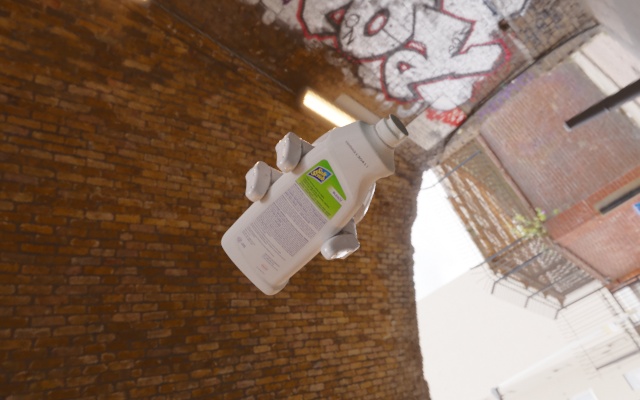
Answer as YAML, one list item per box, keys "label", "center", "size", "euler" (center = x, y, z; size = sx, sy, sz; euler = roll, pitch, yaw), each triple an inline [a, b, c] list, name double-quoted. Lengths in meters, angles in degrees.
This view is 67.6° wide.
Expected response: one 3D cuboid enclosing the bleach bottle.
- label: "bleach bottle"
  center: [0.000, 0.002, 0.540]
  size: [0.251, 0.102, 0.068]
  euler: [-40, 6, 26]
